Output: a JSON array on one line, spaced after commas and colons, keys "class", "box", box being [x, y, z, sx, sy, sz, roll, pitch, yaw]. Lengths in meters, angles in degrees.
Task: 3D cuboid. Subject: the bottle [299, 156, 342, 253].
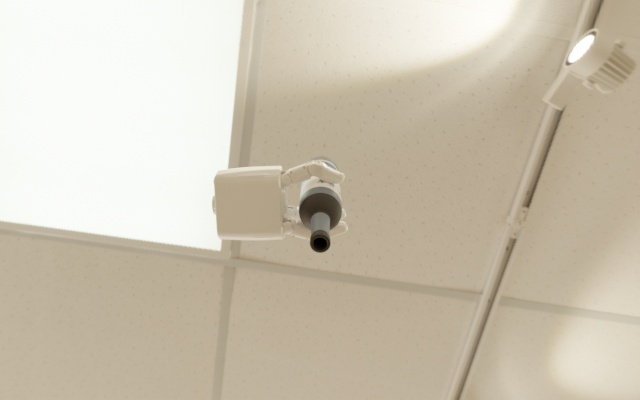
[{"class": "bottle", "box": [0.000, 0.002, 0.762, 0.069, 0.069, 0.295, 0, 22, 0]}]
